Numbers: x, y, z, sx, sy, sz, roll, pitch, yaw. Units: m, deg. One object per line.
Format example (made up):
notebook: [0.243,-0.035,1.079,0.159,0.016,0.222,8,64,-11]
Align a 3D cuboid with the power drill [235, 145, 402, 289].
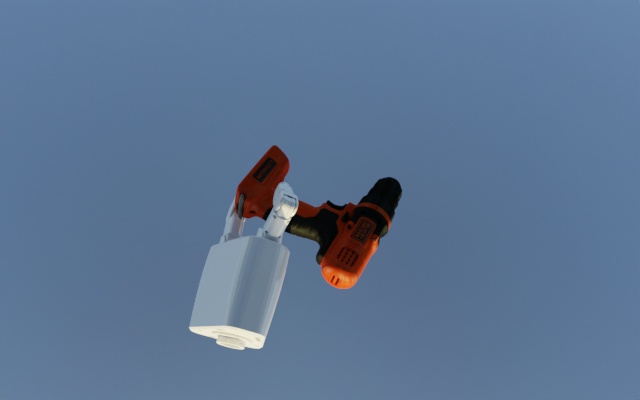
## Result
power drill: [0.000,0.002,0.617,0.187,0.057,0.184,27,50,10]
